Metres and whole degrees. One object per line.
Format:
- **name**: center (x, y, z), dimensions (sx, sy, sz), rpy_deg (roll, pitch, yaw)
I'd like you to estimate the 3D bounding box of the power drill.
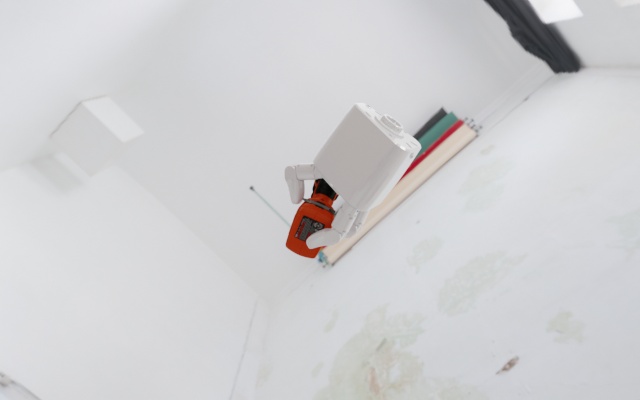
- **power drill**: center (0.000, 0.003, 0.782), dimensions (0.057, 0.185, 0.187), rpy_deg (21, 43, 0)
